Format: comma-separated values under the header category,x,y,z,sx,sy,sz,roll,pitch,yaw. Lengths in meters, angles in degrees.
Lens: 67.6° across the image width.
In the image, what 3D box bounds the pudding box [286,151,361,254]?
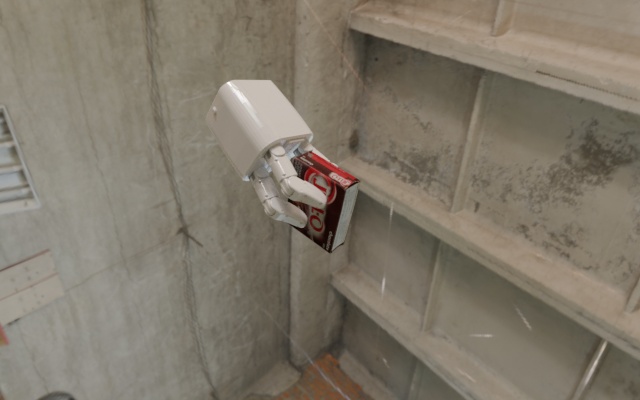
category,x,y,z,sx,sy,sz,roll,pitch,yaw
pudding box,0.000,0.002,0.650,0.090,0.114,0.039,34,43,29
